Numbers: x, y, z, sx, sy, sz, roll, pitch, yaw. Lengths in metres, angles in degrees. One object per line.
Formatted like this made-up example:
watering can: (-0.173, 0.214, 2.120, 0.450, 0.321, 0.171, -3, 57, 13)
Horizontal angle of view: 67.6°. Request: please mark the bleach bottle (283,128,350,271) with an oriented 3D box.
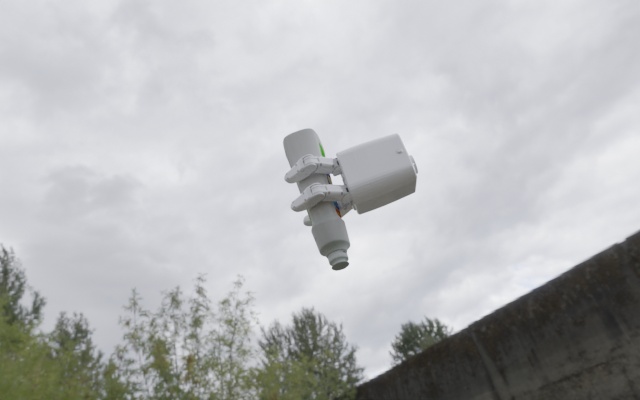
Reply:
bleach bottle: (0.000, 0.003, 0.790, 0.068, 0.250, 0.103, -19, -33, 3)
